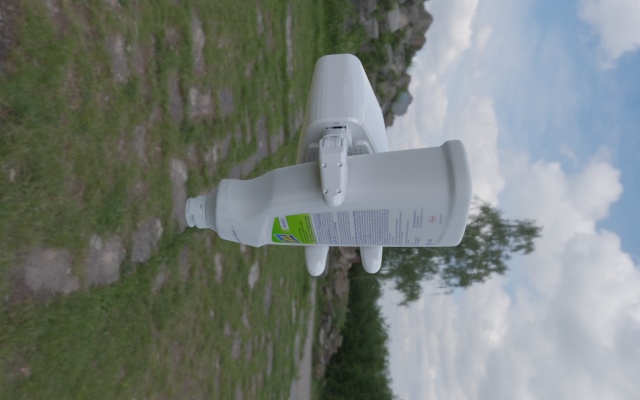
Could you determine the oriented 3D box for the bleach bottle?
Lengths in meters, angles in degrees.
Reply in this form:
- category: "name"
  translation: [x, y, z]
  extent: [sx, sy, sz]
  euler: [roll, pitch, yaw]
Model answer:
- category: "bleach bottle"
  translation: [0.000, 0.002, 0.434]
  extent: [0.251, 0.068, 0.103]
  euler: [-2, -37, 6]
